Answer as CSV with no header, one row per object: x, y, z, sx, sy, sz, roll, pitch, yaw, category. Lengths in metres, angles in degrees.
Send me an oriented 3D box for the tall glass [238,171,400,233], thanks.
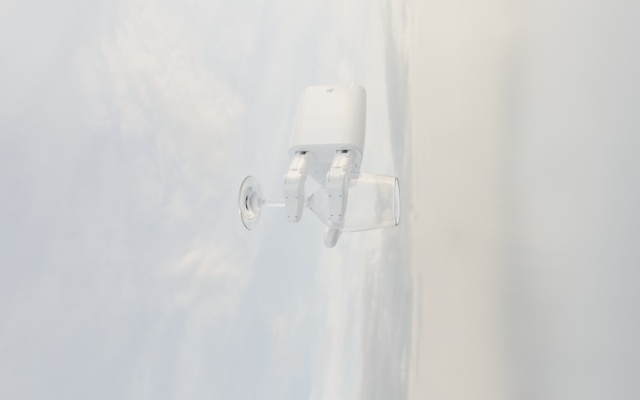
-0.001,0.002,0.622,0.201,0.079,0.079,0,0,16,tall glass
